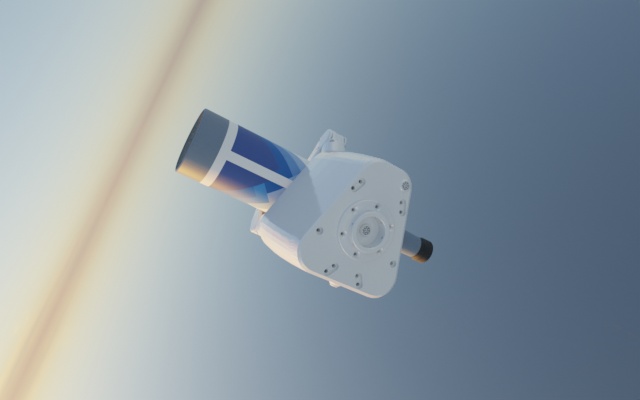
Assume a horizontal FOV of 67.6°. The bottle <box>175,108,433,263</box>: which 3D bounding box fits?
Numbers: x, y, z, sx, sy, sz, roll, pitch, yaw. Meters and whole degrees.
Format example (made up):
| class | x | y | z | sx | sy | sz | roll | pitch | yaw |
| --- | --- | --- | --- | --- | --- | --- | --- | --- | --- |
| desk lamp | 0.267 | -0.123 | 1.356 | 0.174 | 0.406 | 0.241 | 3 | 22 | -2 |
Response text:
| class | x | y | z | sx | sy | sz | roll | pitch | yaw |
| --- | --- | --- | --- | --- | --- | --- | --- | --- | --- |
| bottle | 0.000 | 0.002 | 0.505 | 0.296 | 0.069 | 0.069 | 26 | -10 | -22 |
